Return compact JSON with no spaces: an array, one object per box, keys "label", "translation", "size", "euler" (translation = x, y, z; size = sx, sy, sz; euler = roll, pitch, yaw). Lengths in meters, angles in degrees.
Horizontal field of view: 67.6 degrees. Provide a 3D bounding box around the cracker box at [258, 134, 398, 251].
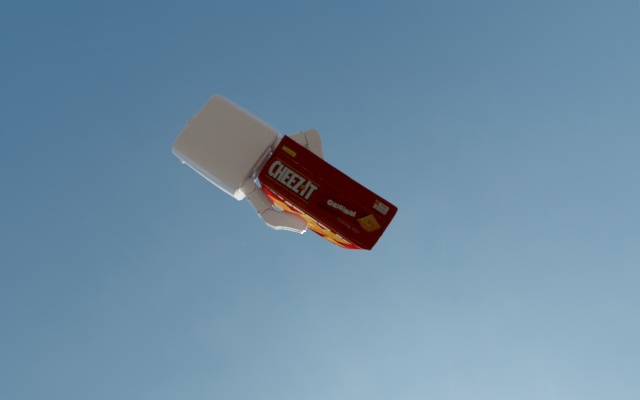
[{"label":"cracker box","translation":[0.000,0.002,0.666],"size":[0.164,0.072,0.214],"euler":[33,-6,-1]}]
